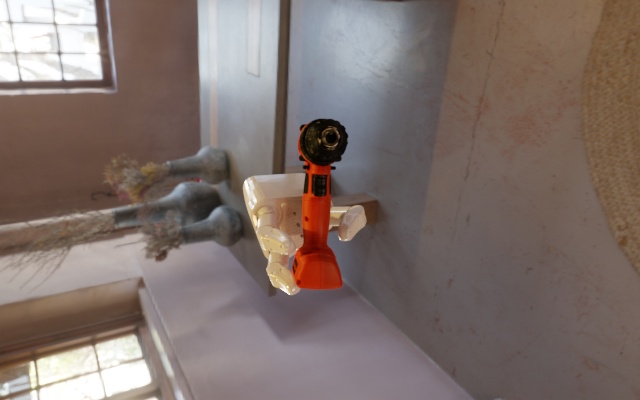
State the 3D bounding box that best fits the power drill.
[{"bbox_3d":[0.000,0.002,0.547,0.057,0.187,0.184,3,4,-4],"label":"power drill"}]
